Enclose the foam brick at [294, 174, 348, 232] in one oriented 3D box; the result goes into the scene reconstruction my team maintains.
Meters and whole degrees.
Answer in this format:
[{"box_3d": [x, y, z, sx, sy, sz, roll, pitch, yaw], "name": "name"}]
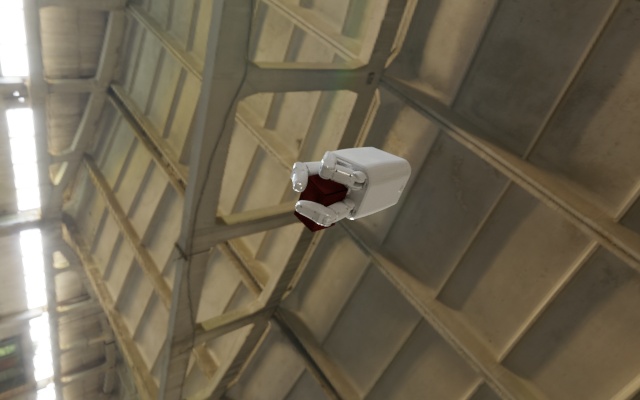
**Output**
[{"box_3d": [0.000, 0.003, 0.770, 0.051, 0.078, 0.053, -15, 48, -40], "name": "foam brick"}]
